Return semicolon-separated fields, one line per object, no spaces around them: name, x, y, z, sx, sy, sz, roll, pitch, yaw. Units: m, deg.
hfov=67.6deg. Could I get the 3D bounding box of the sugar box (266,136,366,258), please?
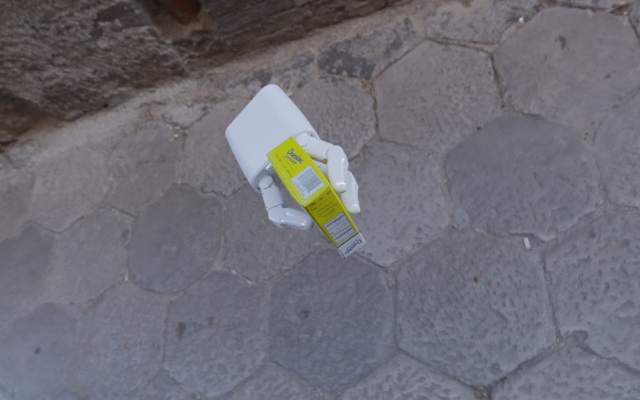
sugar box;0.000;0.002;0.619;0.048;0.093;0.176;-37;-32;2
